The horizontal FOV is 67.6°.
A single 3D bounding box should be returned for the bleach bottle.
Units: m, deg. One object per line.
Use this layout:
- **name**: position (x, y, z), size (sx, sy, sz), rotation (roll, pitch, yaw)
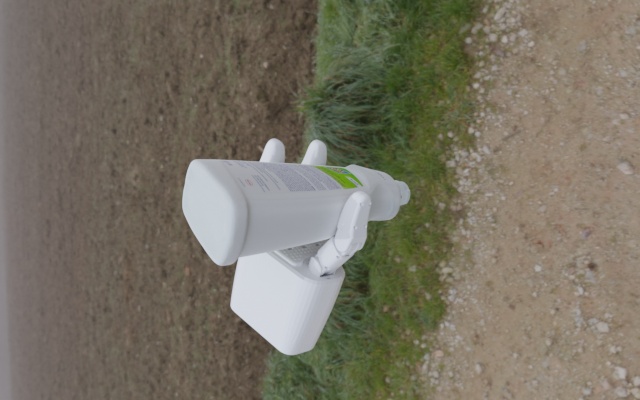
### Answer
- **bleach bottle**: position (0.000, 0.001, 0.477), size (0.251, 0.068, 0.102), rotation (-3, 33, -38)
